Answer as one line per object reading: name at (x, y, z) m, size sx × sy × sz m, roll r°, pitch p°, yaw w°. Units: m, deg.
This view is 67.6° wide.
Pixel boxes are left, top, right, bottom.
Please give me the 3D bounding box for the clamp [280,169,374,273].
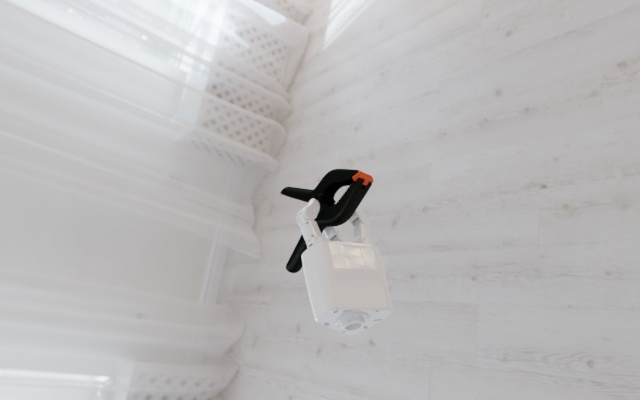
clamp at (0.000, 0.002, 0.784) m, size 0.036 × 0.164 × 0.210 m, roll 18°, pitch -46°, yaw -37°
